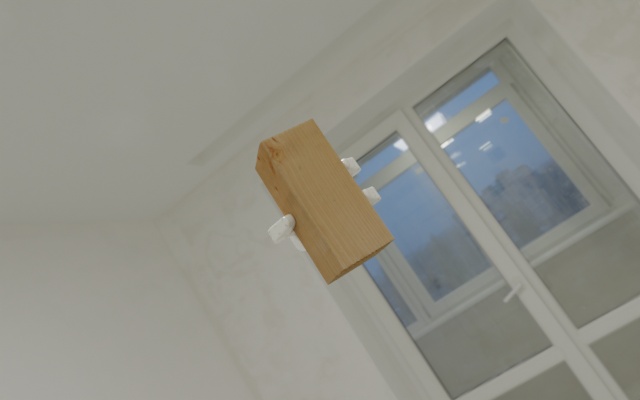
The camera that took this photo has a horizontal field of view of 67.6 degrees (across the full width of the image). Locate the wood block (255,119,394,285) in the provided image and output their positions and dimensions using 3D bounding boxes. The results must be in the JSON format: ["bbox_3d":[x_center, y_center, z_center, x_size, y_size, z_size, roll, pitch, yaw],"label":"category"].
[{"bbox_3d":[0.000,0.002,0.679,0.091,0.206,0.090,-29,-13,-22],"label":"wood block"}]
